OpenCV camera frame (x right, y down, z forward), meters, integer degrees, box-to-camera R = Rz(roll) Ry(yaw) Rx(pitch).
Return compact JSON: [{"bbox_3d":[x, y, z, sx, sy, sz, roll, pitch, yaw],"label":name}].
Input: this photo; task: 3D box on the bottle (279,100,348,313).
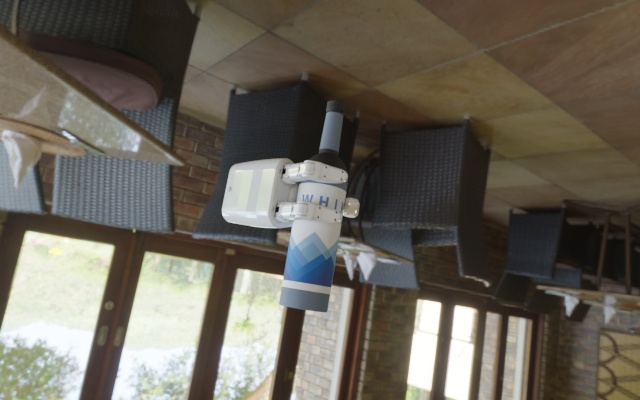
[{"bbox_3d":[0.000,0.002,0.667,0.069,0.295,0.069,9,-10,2],"label":"bottle"}]
